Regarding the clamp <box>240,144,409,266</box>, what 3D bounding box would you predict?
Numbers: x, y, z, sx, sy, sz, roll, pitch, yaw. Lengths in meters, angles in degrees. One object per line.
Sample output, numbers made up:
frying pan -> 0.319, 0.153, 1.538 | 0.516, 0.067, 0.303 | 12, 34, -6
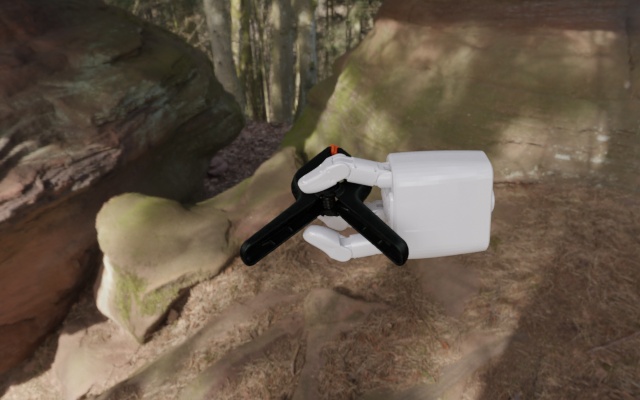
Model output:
clamp -> 0.000, 0.001, 0.533 | 0.164, 0.036, 0.209 | -4, 36, 1
